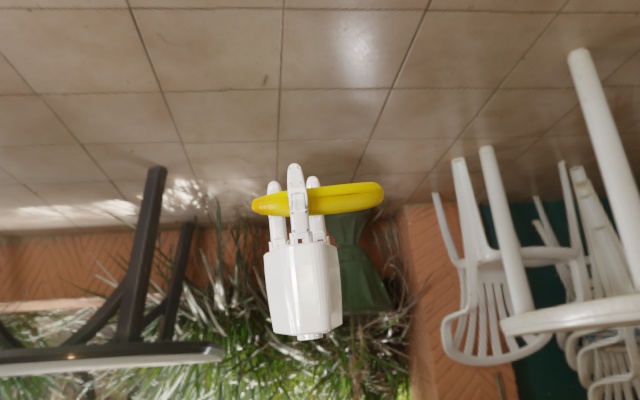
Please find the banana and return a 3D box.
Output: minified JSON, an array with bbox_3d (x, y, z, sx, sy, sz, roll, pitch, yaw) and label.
[{"bbox_3d":[0.012,0.000,0.625,0.198,0.037,0.069,-6,-3,-29],"label":"banana"}]
